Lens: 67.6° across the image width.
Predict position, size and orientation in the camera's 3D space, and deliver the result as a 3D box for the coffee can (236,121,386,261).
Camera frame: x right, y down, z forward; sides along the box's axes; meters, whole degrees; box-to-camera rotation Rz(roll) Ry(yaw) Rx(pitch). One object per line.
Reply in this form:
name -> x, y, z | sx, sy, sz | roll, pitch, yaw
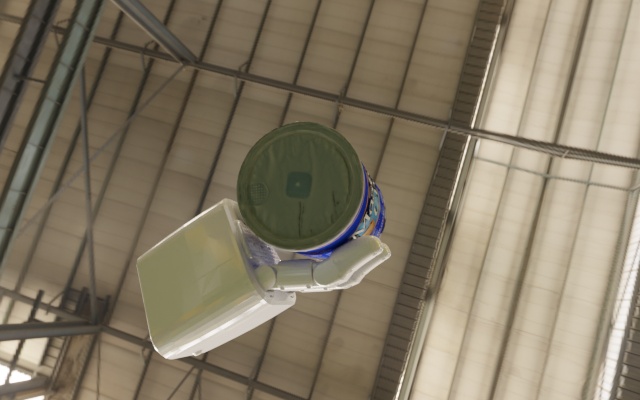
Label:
coffee can -> 0.000, 0.001, 0.431 | 0.103, 0.102, 0.140 | 0, -11, 15
